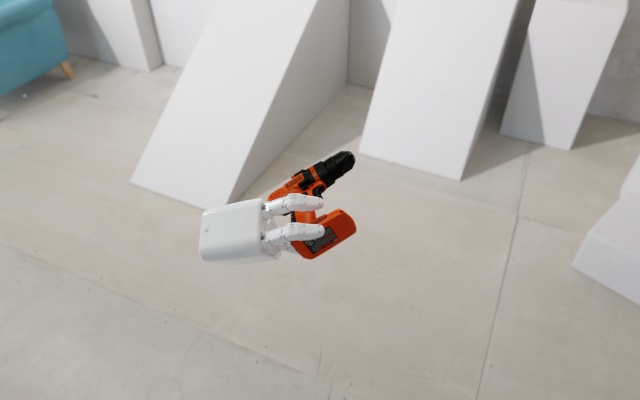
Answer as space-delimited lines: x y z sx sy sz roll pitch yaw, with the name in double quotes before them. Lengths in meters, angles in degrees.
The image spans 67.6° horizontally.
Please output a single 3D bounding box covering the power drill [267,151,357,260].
"power drill" 0.000 0.003 0.832 0.184 0.057 0.187 -34 34 7
